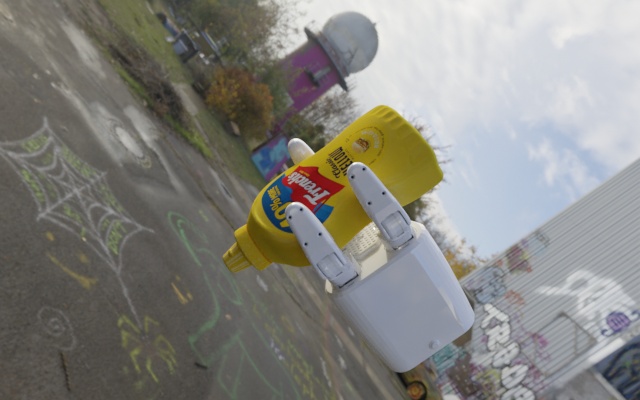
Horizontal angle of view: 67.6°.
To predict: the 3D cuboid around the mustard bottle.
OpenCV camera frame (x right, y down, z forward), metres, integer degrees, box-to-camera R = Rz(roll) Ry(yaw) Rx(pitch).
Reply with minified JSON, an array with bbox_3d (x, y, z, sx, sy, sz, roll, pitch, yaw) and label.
[{"bbox_3d":[0.000,0.001,0.405,0.191,0.096,0.058,-35,-46,2],"label":"mustard bottle"}]
